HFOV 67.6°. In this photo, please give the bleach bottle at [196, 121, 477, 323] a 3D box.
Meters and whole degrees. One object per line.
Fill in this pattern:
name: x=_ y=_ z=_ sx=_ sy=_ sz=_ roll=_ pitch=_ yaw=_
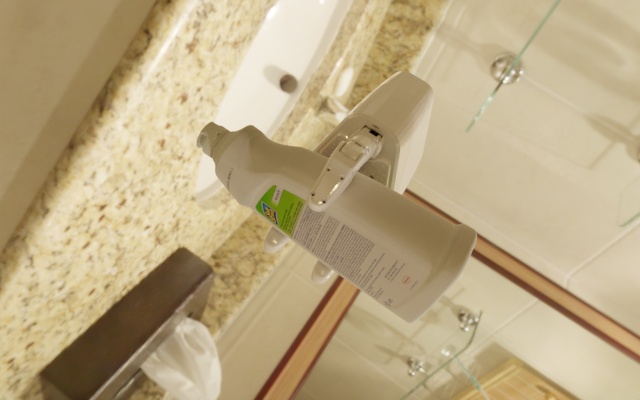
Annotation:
bleach bottle: x=0.000 y=0.001 z=0.420 sx=0.251 sy=0.103 sz=0.068 roll=33 pitch=47 yaw=8
